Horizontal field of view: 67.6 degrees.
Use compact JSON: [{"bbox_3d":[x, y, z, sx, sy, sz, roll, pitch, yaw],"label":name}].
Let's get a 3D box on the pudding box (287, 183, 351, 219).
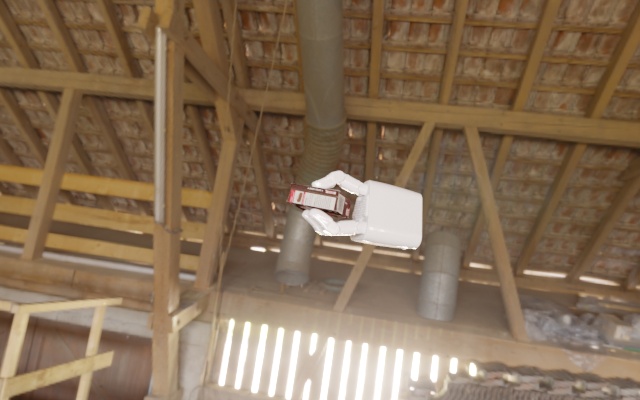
[{"bbox_3d":[0.000,0.003,0.848,0.090,0.039,0.113,9,-9,15],"label":"pudding box"}]
